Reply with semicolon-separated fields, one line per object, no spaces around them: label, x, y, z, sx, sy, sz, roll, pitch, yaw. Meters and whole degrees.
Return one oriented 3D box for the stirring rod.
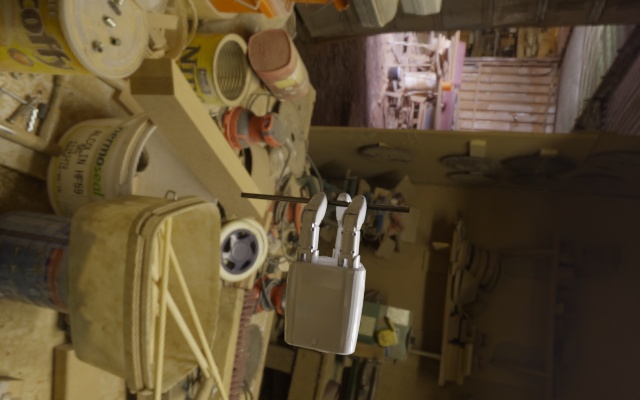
stirring rod;0.000;0.002;0.651;0.239;0.011;0.011;5;2;19
